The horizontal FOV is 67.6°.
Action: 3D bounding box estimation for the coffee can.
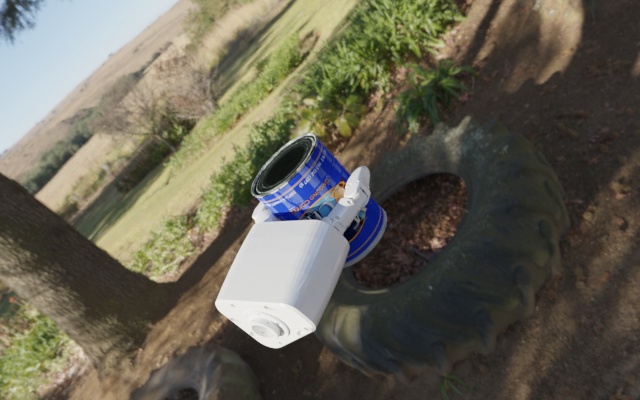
[{"bbox_3d":[0.000,0.002,0.588,0.140,0.102,0.103,46,-23,-25],"label":"coffee can"}]
